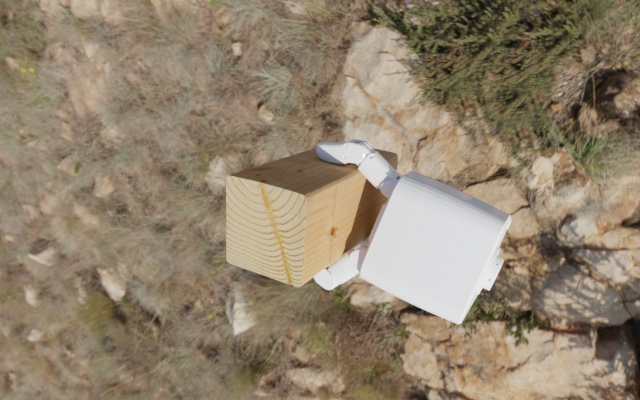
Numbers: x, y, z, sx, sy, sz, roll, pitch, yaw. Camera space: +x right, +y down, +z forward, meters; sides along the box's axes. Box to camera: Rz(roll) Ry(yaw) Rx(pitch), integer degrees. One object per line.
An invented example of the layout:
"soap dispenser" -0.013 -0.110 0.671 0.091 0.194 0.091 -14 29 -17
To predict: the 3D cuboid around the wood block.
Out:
"wood block" 0.000 0.002 0.514 0.090 0.091 0.206 14 21 27
